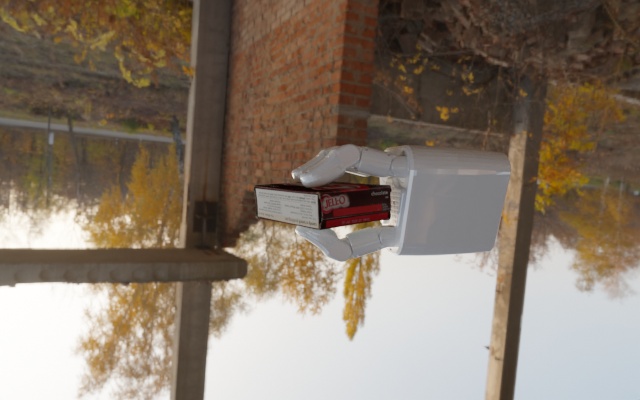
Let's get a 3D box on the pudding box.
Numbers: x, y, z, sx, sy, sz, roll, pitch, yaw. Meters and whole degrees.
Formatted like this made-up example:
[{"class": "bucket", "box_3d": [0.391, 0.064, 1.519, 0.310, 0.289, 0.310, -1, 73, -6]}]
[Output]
[{"class": "pudding box", "box_3d": [0.000, 0.002, 0.474, 0.090, 0.039, 0.113, -5, 5, -38]}]
